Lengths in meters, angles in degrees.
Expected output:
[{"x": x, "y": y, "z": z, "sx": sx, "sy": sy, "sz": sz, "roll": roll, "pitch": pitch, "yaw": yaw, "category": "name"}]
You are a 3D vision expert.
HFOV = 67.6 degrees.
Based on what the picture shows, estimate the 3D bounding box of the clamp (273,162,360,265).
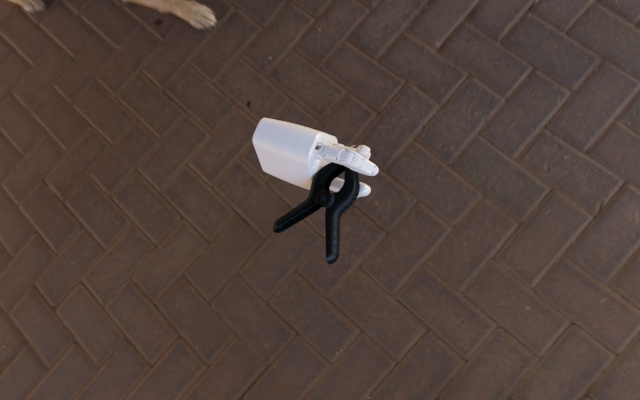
[{"x": 0.000, "y": 0.002, "z": 0.746, "sx": 0.120, "sy": 0.171, "sz": 0.039, "roll": 19, "pitch": -10, "yaw": 19, "category": "clamp"}]
